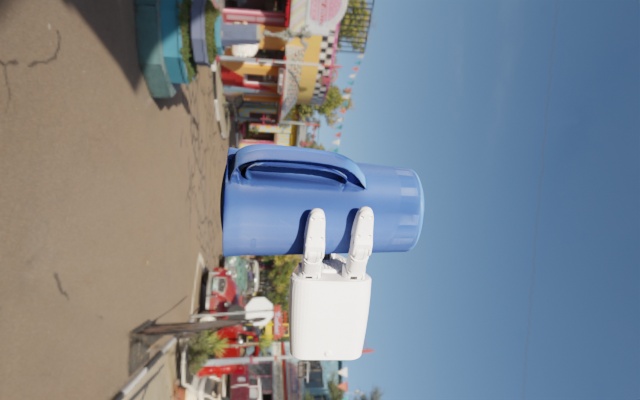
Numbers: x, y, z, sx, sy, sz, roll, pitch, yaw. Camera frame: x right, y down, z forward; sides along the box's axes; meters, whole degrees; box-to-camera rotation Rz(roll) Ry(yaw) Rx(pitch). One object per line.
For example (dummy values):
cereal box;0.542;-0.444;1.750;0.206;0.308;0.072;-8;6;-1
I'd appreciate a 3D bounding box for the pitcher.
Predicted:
pitcher;0.000;0.002;0.587;0.243;0.145;0.149;2;11;-8
